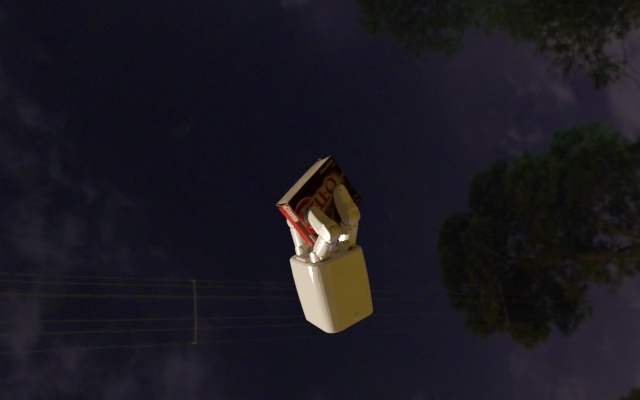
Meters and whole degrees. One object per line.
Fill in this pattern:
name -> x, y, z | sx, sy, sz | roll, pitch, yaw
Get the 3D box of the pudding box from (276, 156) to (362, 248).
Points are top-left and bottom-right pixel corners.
pudding box -> 0.000, 0.002, 0.717 | 0.039, 0.090, 0.113 | -8, 36, 50
